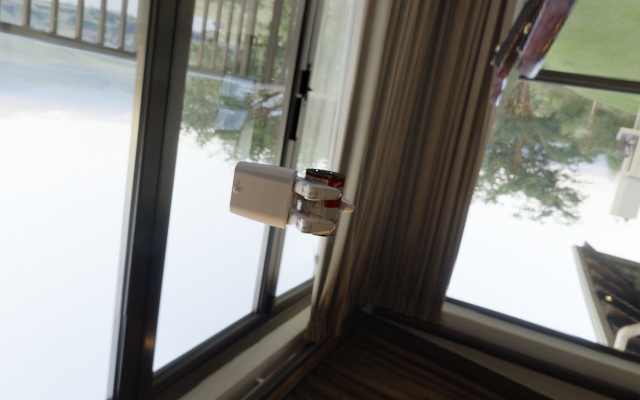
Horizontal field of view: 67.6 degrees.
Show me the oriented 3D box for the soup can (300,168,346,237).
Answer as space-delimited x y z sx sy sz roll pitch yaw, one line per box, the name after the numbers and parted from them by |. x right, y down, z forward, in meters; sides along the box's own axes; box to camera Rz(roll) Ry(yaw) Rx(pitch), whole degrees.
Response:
0.001 0.003 0.797 0.068 0.102 0.068 10 11 -2 | soup can
